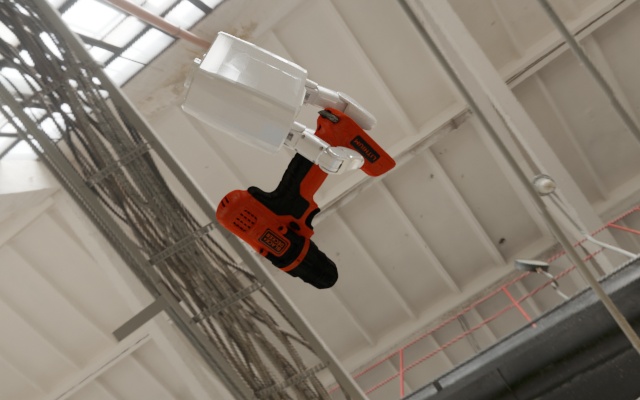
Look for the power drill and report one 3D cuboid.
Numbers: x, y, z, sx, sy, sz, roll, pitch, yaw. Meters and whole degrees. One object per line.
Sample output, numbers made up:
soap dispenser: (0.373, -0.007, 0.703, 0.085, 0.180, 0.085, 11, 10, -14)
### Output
power drill: (0.000, 0.001, 0.562, 0.184, 0.187, 0.057, 40, 1, -32)
